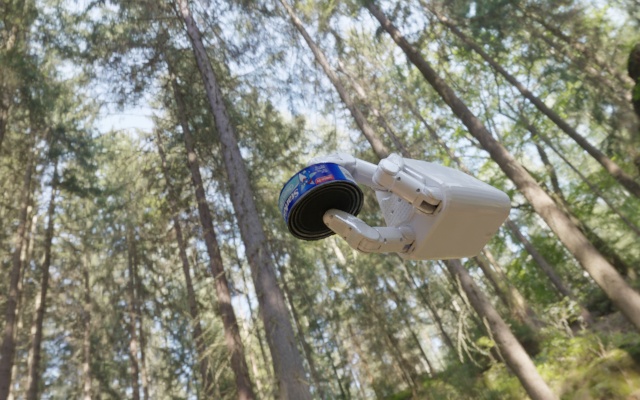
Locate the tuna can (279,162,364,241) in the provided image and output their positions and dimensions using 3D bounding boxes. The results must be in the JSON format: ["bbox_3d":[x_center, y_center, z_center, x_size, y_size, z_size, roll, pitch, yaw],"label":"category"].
[{"bbox_3d":[0.000,0.001,0.501,0.086,0.086,0.033,0,43,-32],"label":"tuna can"}]
